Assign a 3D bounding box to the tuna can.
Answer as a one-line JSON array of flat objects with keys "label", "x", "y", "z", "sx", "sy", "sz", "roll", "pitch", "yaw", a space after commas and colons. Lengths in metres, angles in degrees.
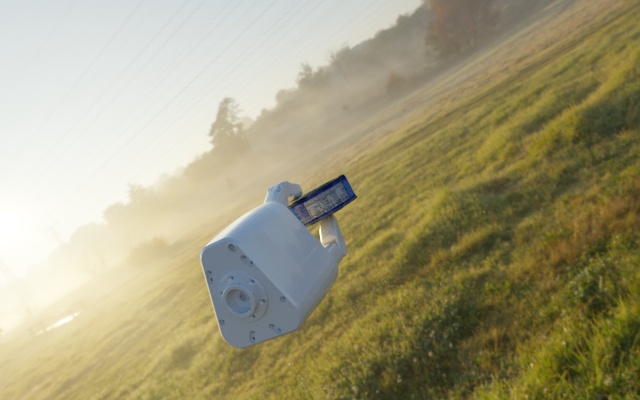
[{"label": "tuna can", "x": 0.000, "y": 0.001, "z": 0.585, "sx": 0.086, "sy": 0.034, "sz": 0.086, "roll": -29, "pitch": 3, "yaw": 2}]
